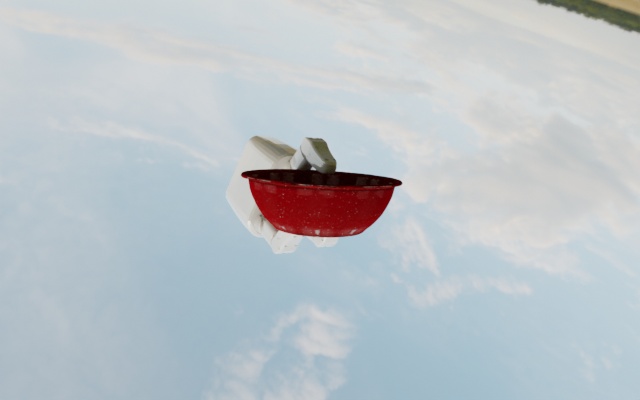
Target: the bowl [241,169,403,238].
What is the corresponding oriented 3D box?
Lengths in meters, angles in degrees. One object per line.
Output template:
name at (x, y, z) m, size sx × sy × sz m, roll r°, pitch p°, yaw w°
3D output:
bowl at (0.000, 0.002, 0.483) m, size 0.162 × 0.055 × 0.162 m, roll 3°, pitch 7°, yaw 0°
